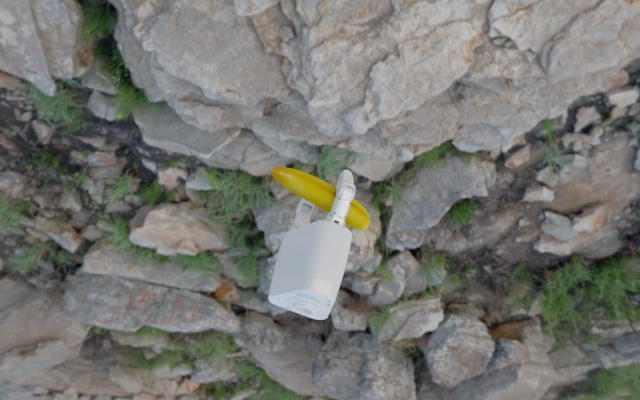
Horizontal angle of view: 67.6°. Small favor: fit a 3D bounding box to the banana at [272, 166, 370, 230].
[{"bbox_3d":[0.014,0.003,0.723,0.198,0.037,0.069,33,-22,-34],"label":"banana"}]
